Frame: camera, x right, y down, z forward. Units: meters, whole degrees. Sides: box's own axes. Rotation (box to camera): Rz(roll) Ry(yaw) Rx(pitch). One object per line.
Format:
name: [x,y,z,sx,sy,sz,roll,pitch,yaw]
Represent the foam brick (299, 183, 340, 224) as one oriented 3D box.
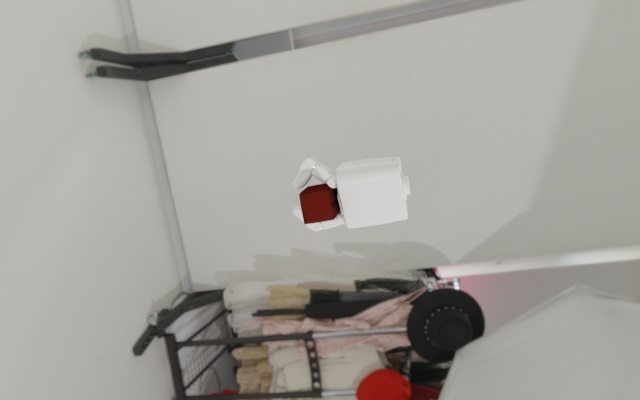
foam brick: [0.000,0.003,0.809,0.051,0.053,0.078,-8,11,13]
